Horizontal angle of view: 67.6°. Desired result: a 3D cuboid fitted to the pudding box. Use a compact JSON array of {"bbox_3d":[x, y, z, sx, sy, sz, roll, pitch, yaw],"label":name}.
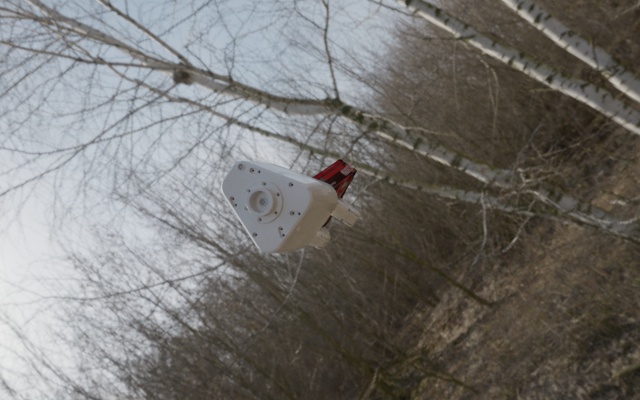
[{"bbox_3d":[0.000,0.002,0.703,0.039,0.113,0.090,38,37,12],"label":"pudding box"}]
